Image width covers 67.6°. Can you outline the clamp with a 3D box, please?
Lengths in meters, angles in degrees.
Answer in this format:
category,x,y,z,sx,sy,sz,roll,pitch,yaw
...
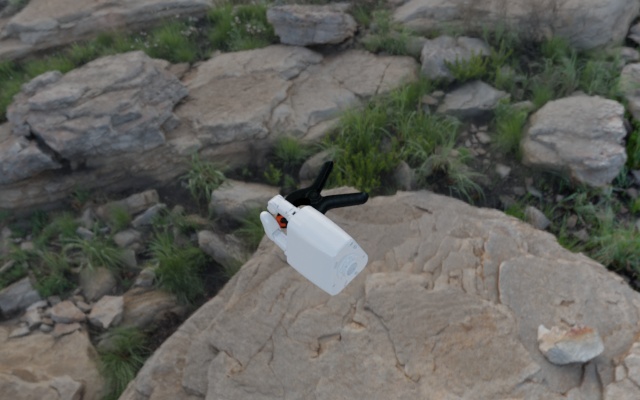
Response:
category,x,y,z,sx,sy,sz,roll,pitch,yaw
clamp,0.000,0.002,0.869,0.171,0.039,0.120,-41,53,-22
